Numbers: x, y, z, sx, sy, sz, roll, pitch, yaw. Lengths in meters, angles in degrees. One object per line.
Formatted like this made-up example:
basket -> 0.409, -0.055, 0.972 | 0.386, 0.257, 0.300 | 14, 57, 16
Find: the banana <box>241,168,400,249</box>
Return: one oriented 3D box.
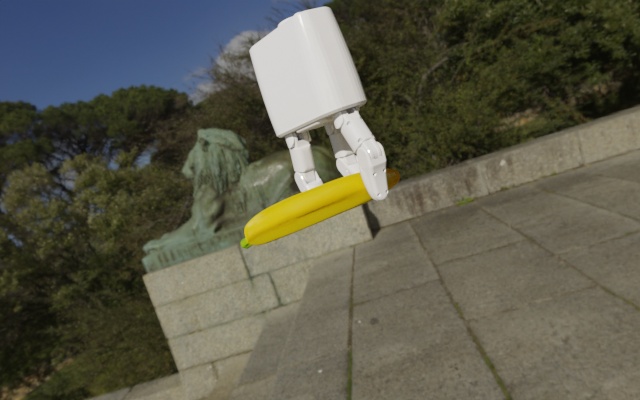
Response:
banana -> -0.003, 0.004, 0.516 | 0.198, 0.037, 0.069 | -22, 2, -1
